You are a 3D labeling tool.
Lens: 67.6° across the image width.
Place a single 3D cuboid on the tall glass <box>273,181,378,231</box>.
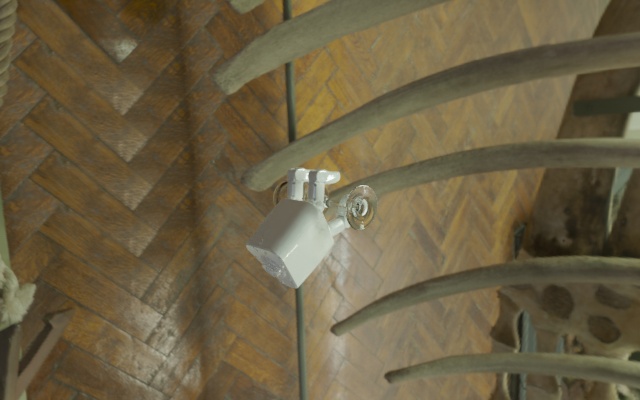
[{"bbox_3d":[0.001,0.003,0.838,0.079,0.079,0.201,0,5,-42],"label":"tall glass"}]
